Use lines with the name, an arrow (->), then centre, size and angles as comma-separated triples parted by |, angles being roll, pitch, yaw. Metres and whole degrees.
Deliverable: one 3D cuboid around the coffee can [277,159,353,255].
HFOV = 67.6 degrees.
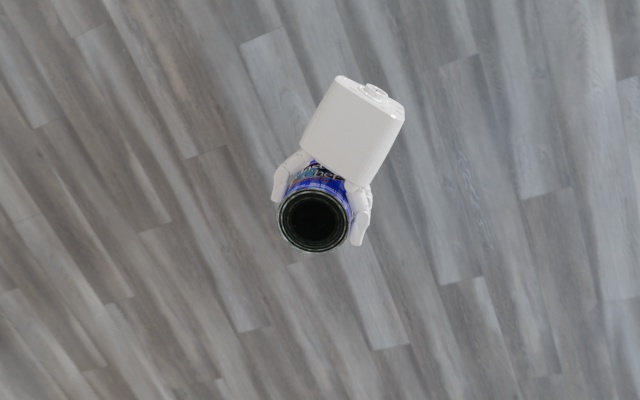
coffee can -> 0.000, 0.002, 0.713 | 0.103, 0.103, 0.140 | 0, 24, 10
